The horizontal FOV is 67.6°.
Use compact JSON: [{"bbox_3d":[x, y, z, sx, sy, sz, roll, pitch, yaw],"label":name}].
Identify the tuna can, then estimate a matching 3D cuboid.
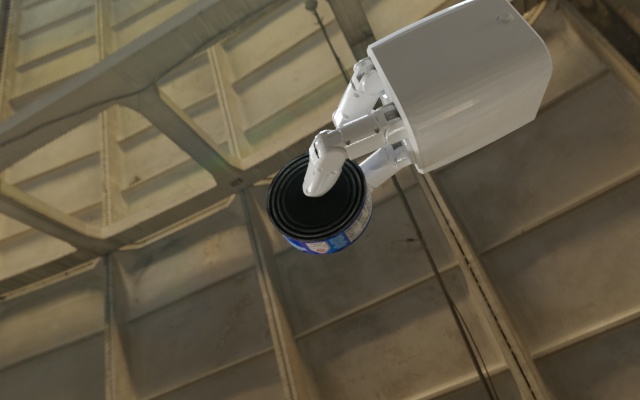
[{"bbox_3d":[0.000,0.002,0.403,0.086,0.086,0.034,0,-27,20],"label":"tuna can"}]
